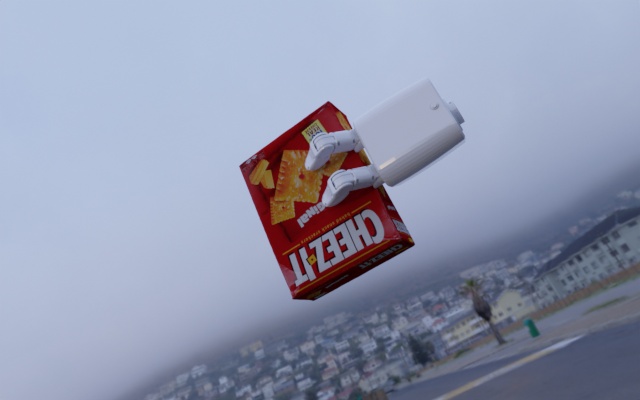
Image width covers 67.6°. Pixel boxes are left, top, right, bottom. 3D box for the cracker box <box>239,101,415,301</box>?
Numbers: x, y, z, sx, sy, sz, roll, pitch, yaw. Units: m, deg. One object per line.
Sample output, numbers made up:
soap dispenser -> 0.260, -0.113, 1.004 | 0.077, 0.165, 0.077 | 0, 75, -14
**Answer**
cracker box -> 0.000, 0.002, 0.639 | 0.164, 0.213, 0.072 | -32, -23, 18
